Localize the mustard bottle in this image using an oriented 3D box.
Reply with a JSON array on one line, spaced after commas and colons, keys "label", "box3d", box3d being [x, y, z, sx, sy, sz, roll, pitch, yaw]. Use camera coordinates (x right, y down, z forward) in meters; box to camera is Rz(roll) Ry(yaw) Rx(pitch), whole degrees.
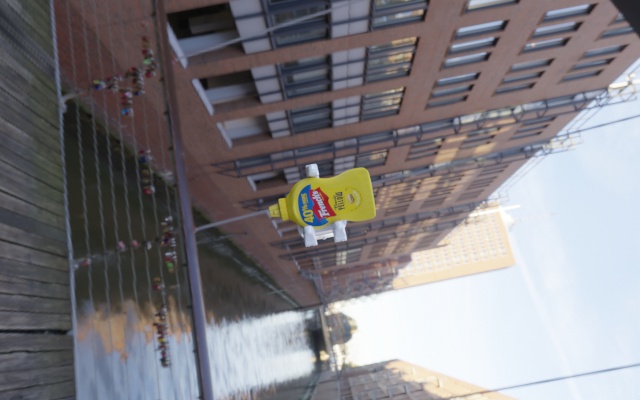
[{"label": "mustard bottle", "box3d": [0.000, 0.003, 0.880, 0.191, 0.096, 0.058, -11, 12, -2]}]
